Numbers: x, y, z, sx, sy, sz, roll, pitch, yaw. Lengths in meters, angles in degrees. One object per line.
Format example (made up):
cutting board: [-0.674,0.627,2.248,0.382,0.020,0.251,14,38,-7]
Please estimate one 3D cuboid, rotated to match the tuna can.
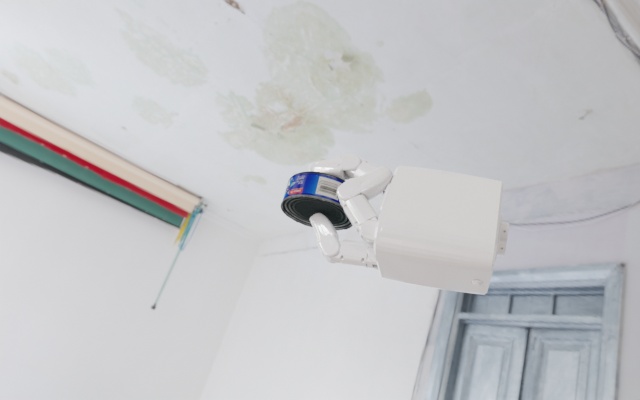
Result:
tuna can: [0.000,0.001,0.545,0.086,0.033,0.086,12,-25,5]
